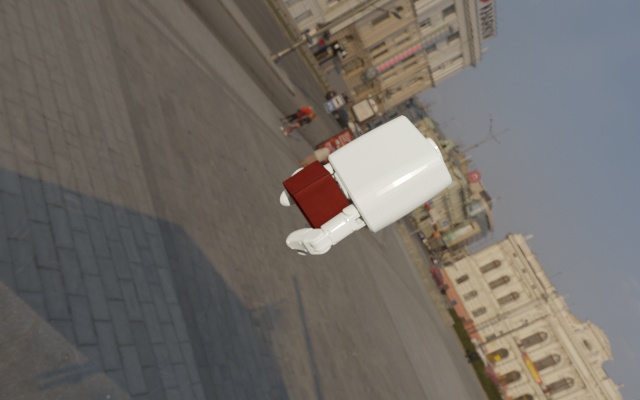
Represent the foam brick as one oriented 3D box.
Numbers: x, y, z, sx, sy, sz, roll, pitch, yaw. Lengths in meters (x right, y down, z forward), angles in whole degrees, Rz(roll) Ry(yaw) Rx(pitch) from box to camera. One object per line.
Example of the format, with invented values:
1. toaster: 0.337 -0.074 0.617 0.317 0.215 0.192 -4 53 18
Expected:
1. foam brick: 0.000 0.002 0.555 0.051 0.078 0.053 -34 26 -2
